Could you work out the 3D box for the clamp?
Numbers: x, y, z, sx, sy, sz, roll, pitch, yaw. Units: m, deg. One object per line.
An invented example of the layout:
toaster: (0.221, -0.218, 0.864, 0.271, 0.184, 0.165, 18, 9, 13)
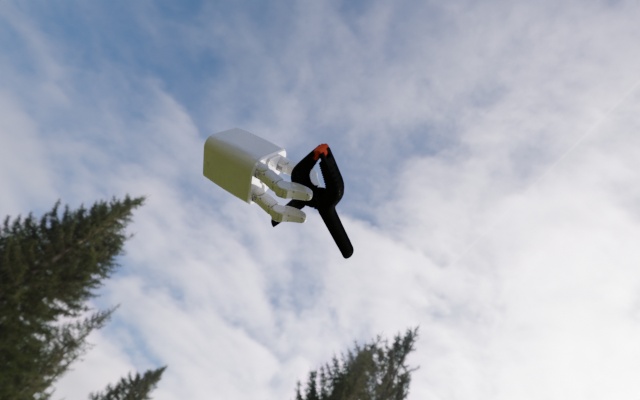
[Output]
clamp: (0.000, 0.002, 0.802, 0.164, 0.210, 0.036, 27, 43, 12)
